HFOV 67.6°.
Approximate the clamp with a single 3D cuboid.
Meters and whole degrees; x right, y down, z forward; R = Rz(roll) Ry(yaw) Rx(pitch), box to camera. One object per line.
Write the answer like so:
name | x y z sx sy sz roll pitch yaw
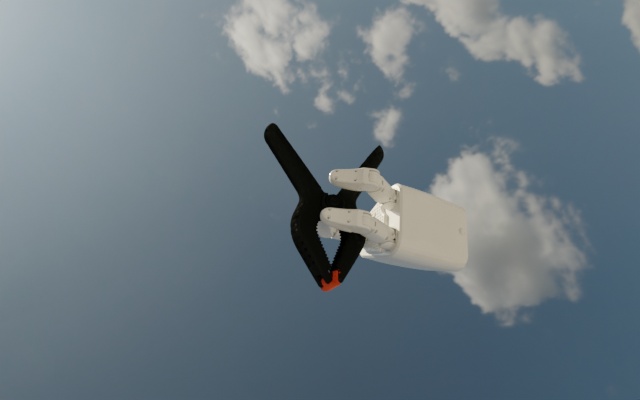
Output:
clamp | 0.000 0.003 0.580 0.164 0.210 0.036 15 -28 -17
